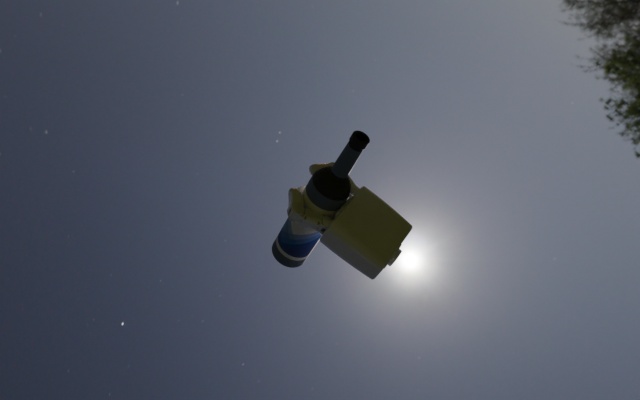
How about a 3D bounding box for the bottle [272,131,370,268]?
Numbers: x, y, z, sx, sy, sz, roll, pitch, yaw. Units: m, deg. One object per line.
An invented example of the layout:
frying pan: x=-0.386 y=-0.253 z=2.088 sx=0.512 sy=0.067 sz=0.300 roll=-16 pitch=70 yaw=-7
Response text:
bottle: x=0.000 y=0.003 z=0.774 sx=0.069 sy=0.069 sz=0.296 roll=0 pitch=-39 yaw=-30
